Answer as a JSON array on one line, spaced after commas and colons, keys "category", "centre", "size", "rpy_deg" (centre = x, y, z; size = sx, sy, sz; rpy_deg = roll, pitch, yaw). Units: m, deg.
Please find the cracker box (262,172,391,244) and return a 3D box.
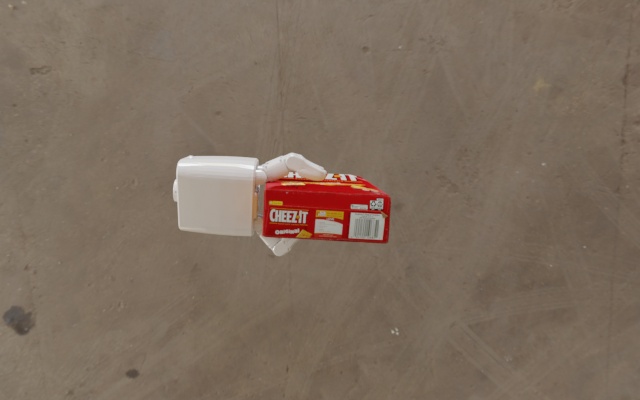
[{"category": "cracker box", "centre": [0.000, 0.003, 0.703], "size": [0.164, 0.072, 0.213], "rpy_deg": [3, 9, -5]}]
